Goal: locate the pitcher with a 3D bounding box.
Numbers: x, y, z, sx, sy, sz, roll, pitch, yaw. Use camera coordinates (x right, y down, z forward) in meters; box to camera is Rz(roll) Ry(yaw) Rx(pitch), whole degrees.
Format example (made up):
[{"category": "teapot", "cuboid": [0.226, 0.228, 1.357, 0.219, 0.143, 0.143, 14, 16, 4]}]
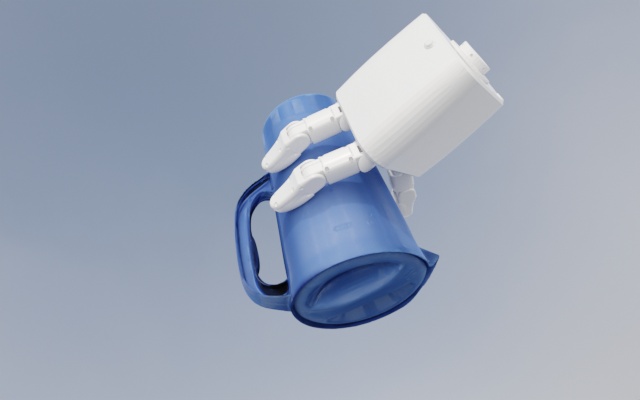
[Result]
[{"category": "pitcher", "cuboid": [0.000, 0.002, 0.502, 0.145, 0.242, 0.149, -40, -43, 25]}]
